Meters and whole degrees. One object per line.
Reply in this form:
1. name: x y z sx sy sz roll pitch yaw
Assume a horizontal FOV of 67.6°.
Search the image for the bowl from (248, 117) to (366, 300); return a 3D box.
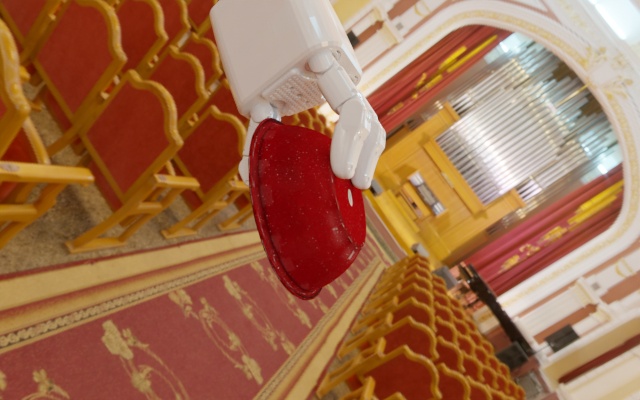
1. bowl: 0.001 0.003 0.411 0.055 0.162 0.162 -13 -4 18
